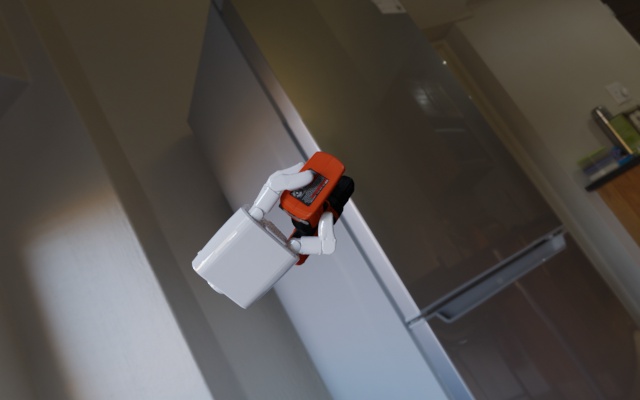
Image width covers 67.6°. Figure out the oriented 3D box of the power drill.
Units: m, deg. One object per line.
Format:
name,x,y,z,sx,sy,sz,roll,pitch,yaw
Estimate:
power drill,0.000,0.002,0.752,0.057,0.184,0.188,30,-21,15
